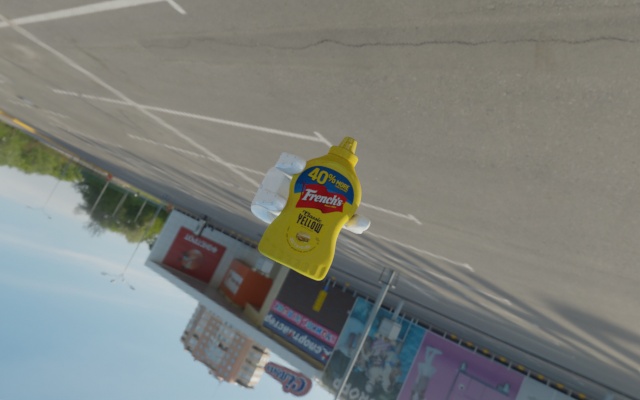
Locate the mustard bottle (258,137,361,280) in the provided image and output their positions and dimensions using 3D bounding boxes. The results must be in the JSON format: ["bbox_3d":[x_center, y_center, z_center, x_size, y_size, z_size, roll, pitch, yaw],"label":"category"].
[{"bbox_3d":[0.000,0.002,0.636,0.096,0.191,0.058,26,-8,2],"label":"mustard bottle"}]
